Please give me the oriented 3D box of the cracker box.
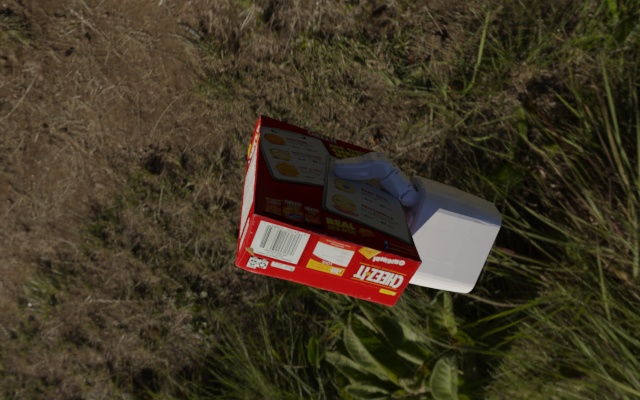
[{"bbox_3d":[0.000,0.002,0.517,0.164,0.072,0.213,16,30,-15],"label":"cracker box"}]
